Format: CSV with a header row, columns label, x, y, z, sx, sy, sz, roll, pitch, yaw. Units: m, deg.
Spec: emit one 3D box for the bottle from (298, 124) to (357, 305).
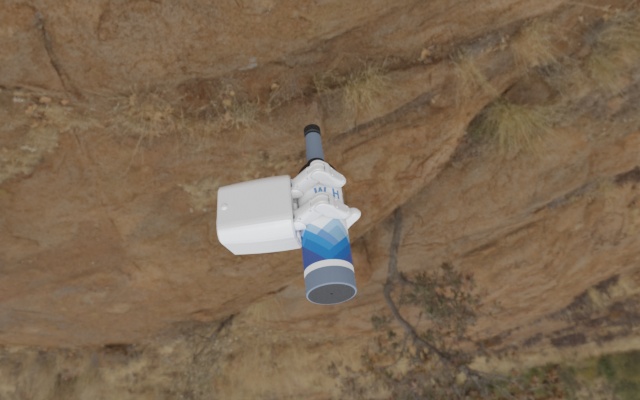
label,x,y,z,sx,sy,sz,roll,pitch,yaw
bottle,0.000,0.003,0.703,0.069,0.295,0.069,-5,-35,-3
